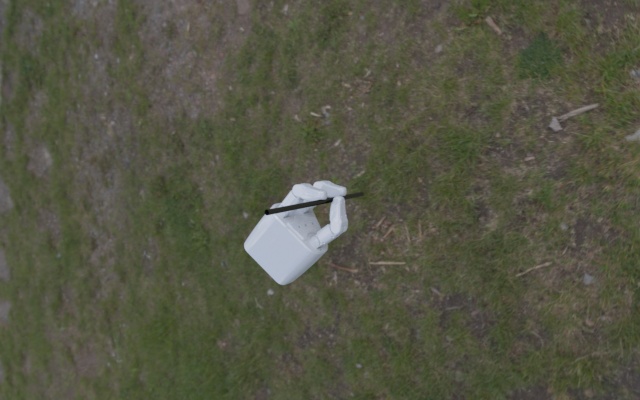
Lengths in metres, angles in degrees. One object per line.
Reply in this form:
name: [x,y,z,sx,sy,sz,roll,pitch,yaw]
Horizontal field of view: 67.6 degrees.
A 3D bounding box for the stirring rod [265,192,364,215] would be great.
stirring rod: [0.000,0.002,0.736,0.011,0.011,0.239,0,7,37]
